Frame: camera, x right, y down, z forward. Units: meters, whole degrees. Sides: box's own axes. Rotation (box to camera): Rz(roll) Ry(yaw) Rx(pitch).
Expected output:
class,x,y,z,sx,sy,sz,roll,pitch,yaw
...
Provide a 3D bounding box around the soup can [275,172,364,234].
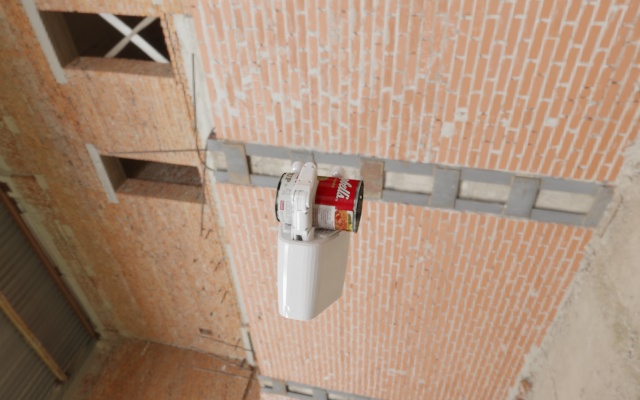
class,x,y,z,sx,sy,sz,roll,pitch,yaw
soup can,0.000,0.002,0.609,0.102,0.068,0.068,7,1,11
